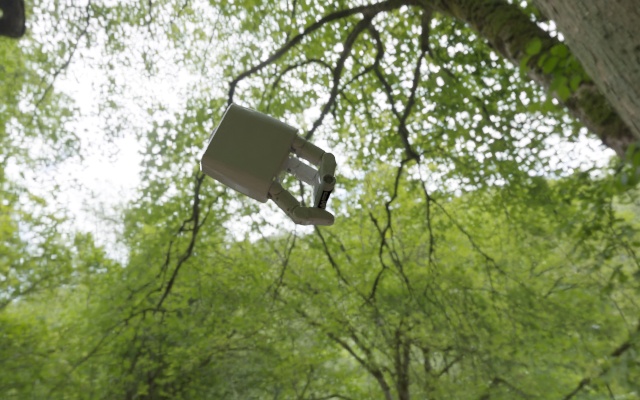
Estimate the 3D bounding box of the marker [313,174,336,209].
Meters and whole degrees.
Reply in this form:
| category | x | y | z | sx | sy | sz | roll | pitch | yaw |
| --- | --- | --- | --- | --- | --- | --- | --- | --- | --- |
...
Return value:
| category | x | y | z | sx | sy | sz | roll | pitch | yaw |
| --- | --- | --- | --- | --- | --- | --- | --- | --- | --- |
| marker | 0.000 | 0.002 | 0.670 | 0.020 | 0.020 | 0.121 | 0 | -29 | -12 |
